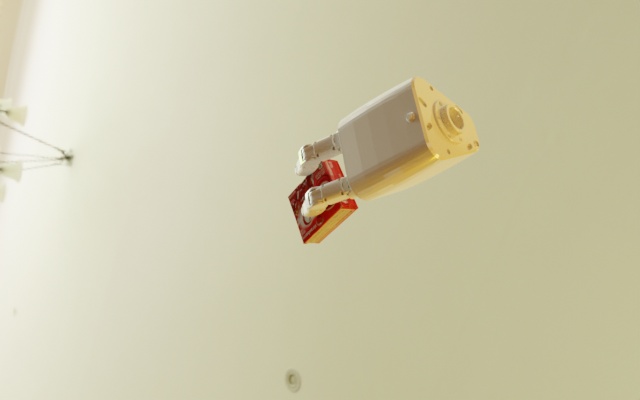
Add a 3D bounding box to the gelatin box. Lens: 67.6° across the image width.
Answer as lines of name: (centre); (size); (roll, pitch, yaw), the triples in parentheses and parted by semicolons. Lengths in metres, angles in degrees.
gelatin box: (0.000, 0.002, 0.603); (0.030, 0.073, 0.089); (3, -35, -38)
